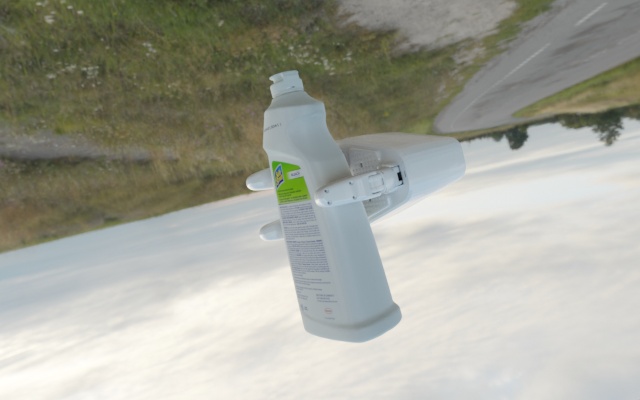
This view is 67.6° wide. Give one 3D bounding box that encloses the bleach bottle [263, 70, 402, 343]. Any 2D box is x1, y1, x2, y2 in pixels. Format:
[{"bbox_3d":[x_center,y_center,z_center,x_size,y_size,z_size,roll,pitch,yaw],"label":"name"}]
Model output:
[{"bbox_3d":[0.000,0.002,0.455,0.068,0.251,0.102,-17,5,-39],"label":"bleach bottle"}]
